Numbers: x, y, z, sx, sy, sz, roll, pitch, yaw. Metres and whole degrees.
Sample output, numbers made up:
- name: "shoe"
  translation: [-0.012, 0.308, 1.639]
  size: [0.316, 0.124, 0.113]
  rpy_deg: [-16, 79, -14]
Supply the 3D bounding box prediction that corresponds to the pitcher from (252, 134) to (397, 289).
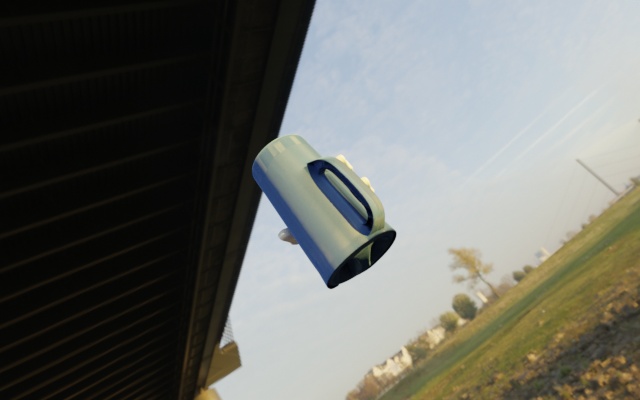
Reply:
- name: "pitcher"
  translation: [0.000, 0.003, 0.753]
  size: [0.149, 0.242, 0.145]
  rpy_deg: [-43, -23, 7]
